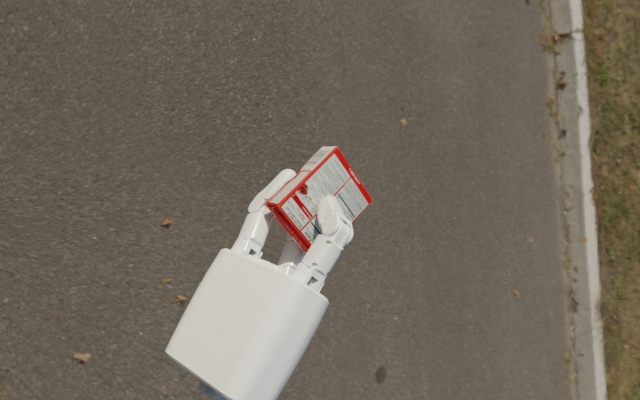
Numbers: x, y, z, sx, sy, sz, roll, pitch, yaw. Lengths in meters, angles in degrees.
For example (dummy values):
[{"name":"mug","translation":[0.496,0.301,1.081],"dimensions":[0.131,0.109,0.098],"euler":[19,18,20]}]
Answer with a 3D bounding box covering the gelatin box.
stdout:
[{"name":"gelatin box","translation":[0.001,0.001,0.473],"dimensions":[0.089,0.073,0.030],"euler":[-46,27,-19]}]
